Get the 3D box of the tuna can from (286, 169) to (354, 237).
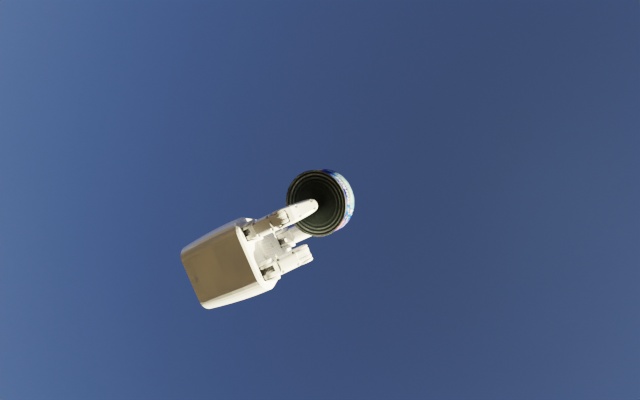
[{"bbox_3d":[0.000,0.002,0.622,0.086,0.086,0.034,0,7,26],"label":"tuna can"}]
